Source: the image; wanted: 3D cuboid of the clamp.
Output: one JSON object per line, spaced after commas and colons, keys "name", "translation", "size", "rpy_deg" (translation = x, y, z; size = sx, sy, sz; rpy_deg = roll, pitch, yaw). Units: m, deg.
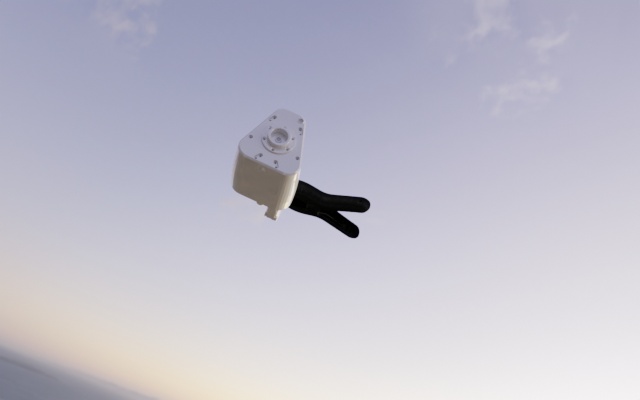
{"name": "clamp", "translation": [0.000, 0.002, 0.772], "size": [0.171, 0.039, 0.120], "rpy_deg": [23, -33, -3]}
